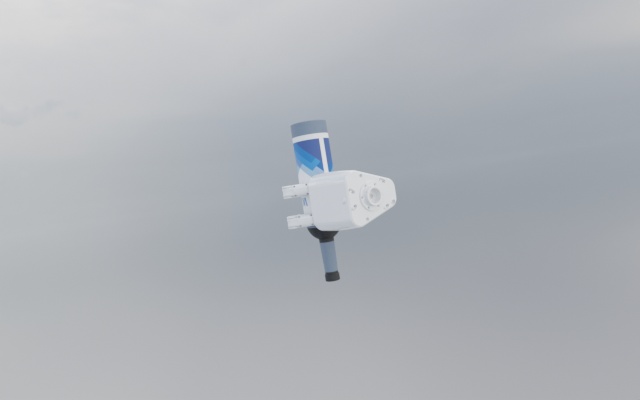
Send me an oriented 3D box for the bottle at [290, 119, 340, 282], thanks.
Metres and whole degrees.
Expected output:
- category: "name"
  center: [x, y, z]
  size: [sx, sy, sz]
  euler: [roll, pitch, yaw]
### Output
- category: "bottle"
  center: [0.000, 0.003, 0.883]
  size: [0.069, 0.296, 0.069]
  euler: [-9, 2, 0]
